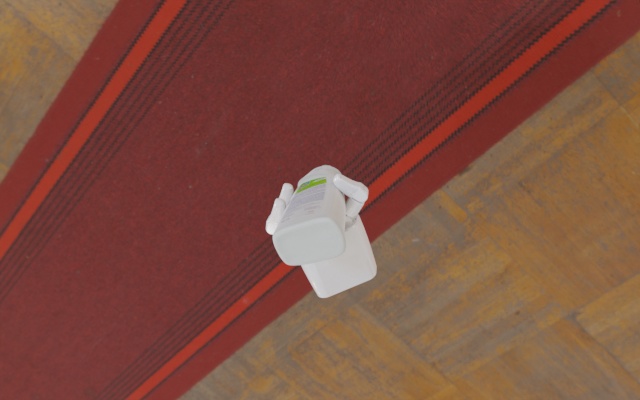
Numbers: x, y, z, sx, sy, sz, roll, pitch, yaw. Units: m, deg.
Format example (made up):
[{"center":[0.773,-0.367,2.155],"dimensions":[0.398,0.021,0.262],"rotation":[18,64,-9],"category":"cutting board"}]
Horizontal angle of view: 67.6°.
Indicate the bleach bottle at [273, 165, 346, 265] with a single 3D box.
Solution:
[{"center":[0.000,0.002,0.754],"dimensions":[0.102,0.068,0.250],"rotation":[-16,23,17],"category":"bleach bottle"}]
